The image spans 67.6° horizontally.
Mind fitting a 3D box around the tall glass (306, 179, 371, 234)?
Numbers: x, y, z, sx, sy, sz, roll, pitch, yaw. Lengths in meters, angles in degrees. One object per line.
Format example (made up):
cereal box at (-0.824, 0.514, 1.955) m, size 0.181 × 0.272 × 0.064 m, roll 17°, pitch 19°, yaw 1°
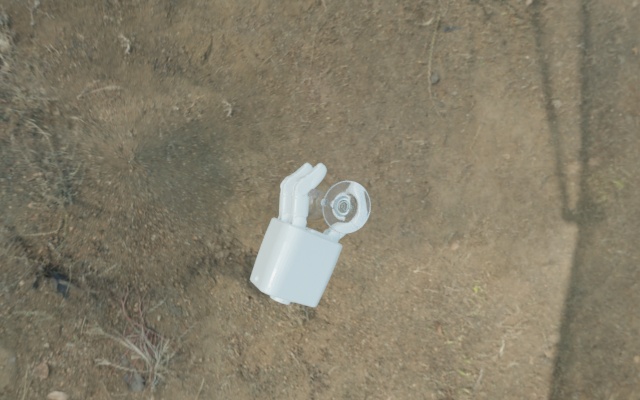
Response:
tall glass at (0.000, 0.002, 0.755) m, size 0.079 × 0.079 × 0.201 m, roll 0°, pitch 4°, yaw -22°
